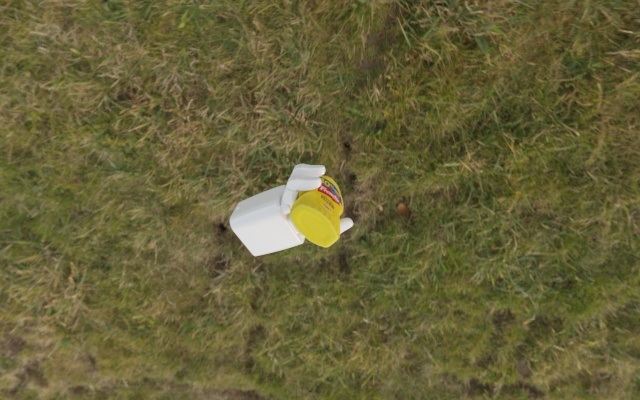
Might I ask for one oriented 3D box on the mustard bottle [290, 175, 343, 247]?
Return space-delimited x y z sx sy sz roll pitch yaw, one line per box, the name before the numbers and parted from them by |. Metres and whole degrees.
mustard bottle | 0.000 0.003 0.896 0.058 0.096 0.191 -43 14 24
